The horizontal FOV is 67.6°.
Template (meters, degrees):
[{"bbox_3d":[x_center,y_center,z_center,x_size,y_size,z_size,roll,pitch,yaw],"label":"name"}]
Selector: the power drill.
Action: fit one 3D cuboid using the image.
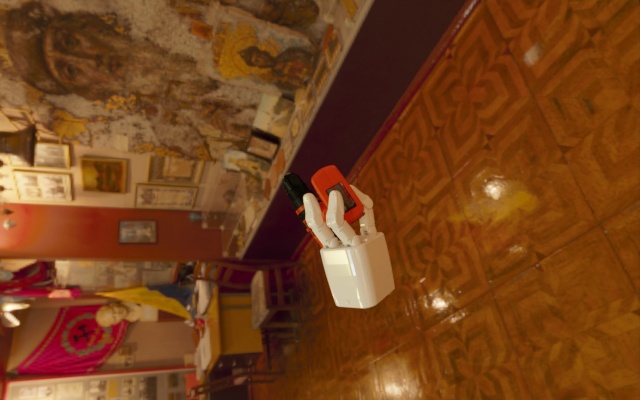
[{"bbox_3d":[0.000,0.003,0.885,0.057,0.184,0.188,-34,-6,-20],"label":"power drill"}]
